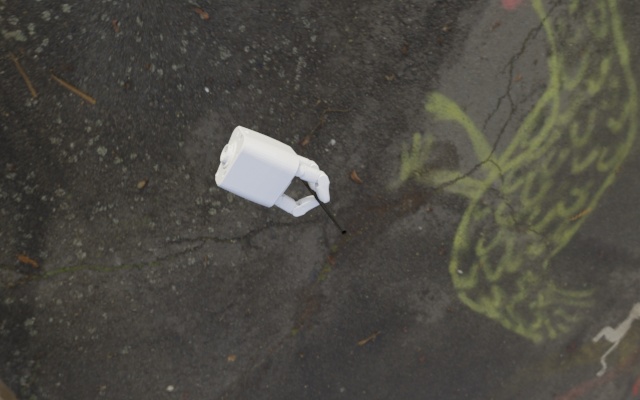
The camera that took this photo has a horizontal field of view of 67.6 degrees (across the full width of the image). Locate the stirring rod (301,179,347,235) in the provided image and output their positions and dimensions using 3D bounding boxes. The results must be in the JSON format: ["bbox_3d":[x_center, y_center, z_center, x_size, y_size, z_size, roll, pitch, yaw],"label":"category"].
[{"bbox_3d":[0.000,0.003,0.871,0.011,0.011,0.239,0,24,-20],"label":"stirring rod"}]
